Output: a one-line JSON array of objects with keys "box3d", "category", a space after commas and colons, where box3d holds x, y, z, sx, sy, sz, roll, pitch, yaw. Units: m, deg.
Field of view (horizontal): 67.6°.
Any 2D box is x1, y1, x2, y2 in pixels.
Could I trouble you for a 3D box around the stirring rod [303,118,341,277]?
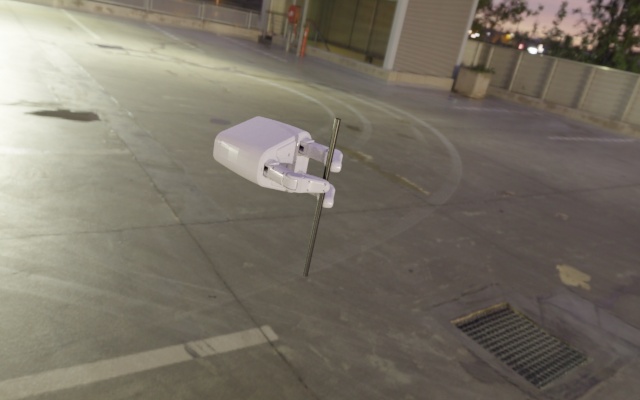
[{"box3d": [0.000, 0.002, 0.674, 0.011, 0.240, 0.011, 10, 21, -4], "category": "stirring rod"}]
